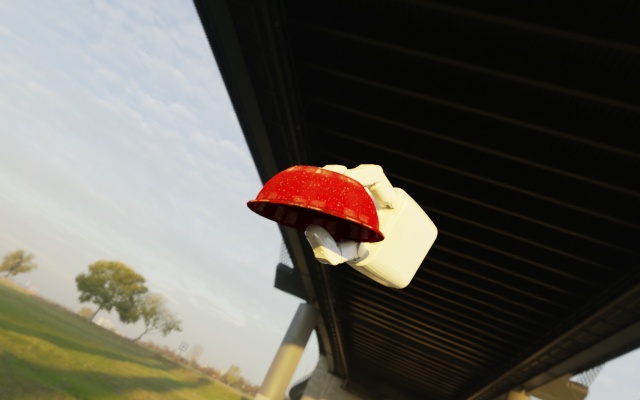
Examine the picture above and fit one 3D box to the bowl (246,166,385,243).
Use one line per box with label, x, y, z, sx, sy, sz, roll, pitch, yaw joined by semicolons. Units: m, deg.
bowl;0.000;0.001;0.547;0.162;0.055;0.162;13;-12;3
